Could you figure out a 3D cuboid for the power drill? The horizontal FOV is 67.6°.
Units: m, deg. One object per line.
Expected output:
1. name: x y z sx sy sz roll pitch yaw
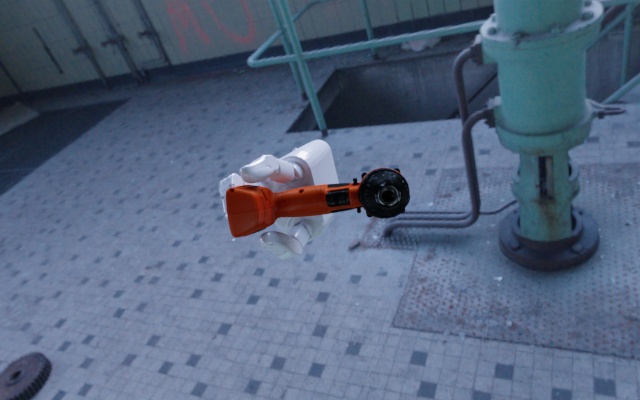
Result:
1. power drill: 0.000 0.002 0.510 0.187 0.057 0.184 -6 0 6
